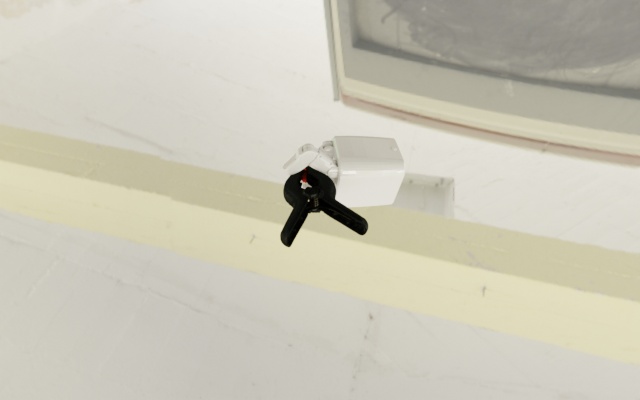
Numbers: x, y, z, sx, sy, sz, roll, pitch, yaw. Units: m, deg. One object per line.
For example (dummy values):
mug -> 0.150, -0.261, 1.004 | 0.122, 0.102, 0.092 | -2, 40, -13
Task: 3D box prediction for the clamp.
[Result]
clamp -> 0.000, 0.003, 0.694 | 0.120, 0.039, 0.171 | 2, 40, -8
